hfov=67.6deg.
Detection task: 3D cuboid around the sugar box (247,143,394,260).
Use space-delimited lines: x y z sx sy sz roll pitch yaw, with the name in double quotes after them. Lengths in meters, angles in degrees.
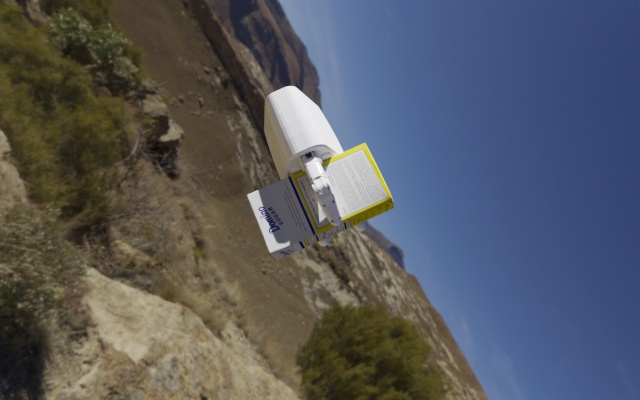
0.000 0.002 0.643 0.176 0.093 0.048 -24 -21 1 "sugar box"
